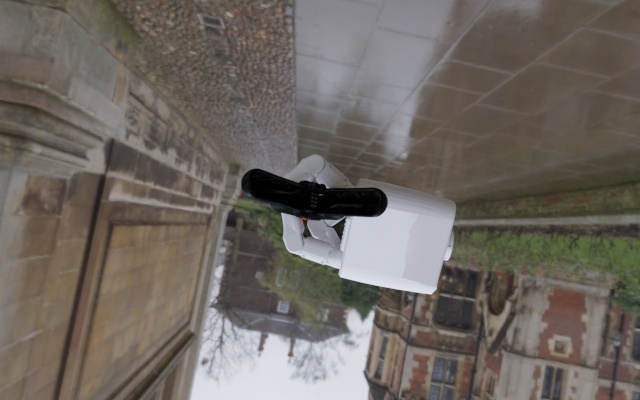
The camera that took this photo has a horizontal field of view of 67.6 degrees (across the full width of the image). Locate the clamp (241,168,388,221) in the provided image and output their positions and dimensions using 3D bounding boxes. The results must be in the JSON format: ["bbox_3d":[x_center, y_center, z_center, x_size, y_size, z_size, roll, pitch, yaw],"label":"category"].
[{"bbox_3d":[0.000,0.002,0.457,0.120,0.039,0.171,14,-3,6],"label":"clamp"}]
